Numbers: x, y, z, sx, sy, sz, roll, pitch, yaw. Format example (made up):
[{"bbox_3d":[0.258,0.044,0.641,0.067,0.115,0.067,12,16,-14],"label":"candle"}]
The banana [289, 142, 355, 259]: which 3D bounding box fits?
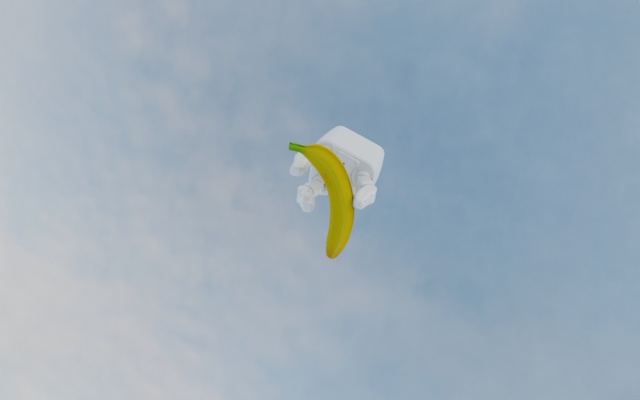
[{"bbox_3d":[0.017,-0.004,0.710,0.069,0.198,0.037,-12,21,18],"label":"banana"}]
